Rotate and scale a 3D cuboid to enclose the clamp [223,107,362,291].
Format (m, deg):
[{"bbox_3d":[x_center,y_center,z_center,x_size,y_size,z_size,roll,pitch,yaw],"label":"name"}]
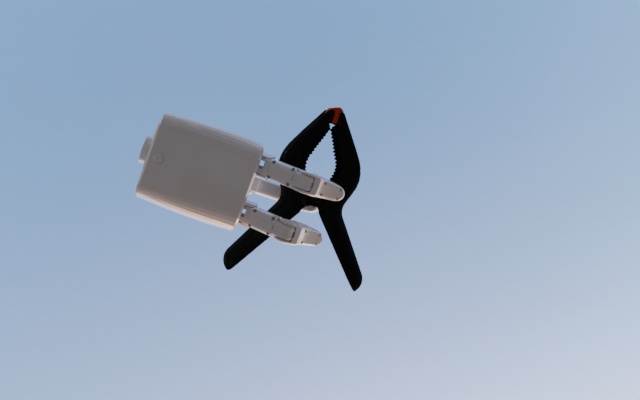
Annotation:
[{"bbox_3d":[0.000,0.001,0.543,0.164,0.210,0.036,19,5,-17],"label":"clamp"}]
